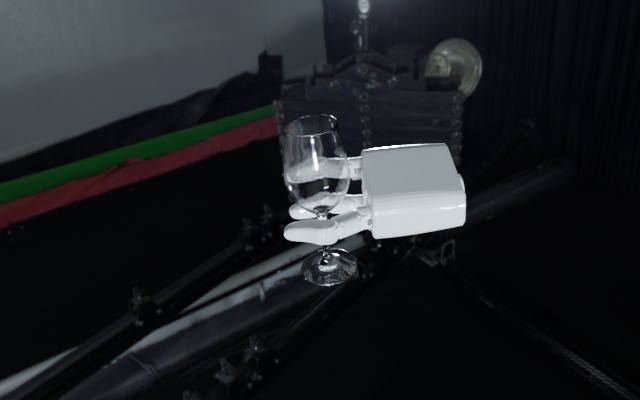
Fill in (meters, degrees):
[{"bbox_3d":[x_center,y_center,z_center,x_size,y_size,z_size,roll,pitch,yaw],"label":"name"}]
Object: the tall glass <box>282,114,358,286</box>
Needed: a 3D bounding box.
[{"bbox_3d":[0.000,0.003,0.573,0.079,0.201,0.079,-6,31,4],"label":"tall glass"}]
